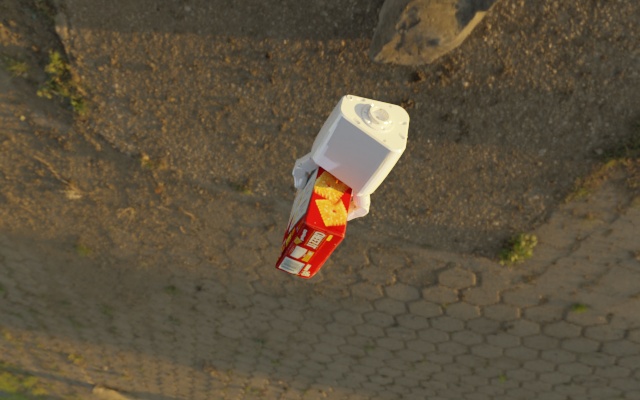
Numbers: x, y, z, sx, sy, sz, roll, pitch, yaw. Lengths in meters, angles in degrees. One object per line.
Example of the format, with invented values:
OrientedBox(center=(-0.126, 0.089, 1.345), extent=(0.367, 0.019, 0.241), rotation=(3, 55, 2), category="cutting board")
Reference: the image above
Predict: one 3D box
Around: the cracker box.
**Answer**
OrientedBox(center=(0.000, 0.003, 0.809), extent=(0.072, 0.213, 0.164), rotation=(21, -38, -9), category="cracker box")
